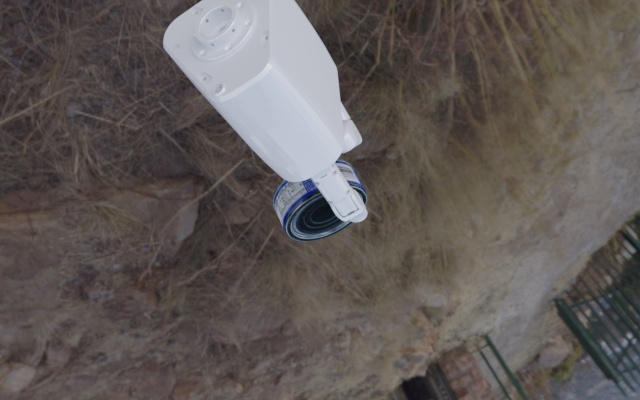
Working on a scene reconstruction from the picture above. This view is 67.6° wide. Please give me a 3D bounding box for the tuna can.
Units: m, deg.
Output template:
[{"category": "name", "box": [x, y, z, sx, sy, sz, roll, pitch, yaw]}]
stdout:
[{"category": "tuna can", "box": [0.000, 0.002, 0.452, 0.086, 0.033, 0.086, -19, -32, -13]}]
